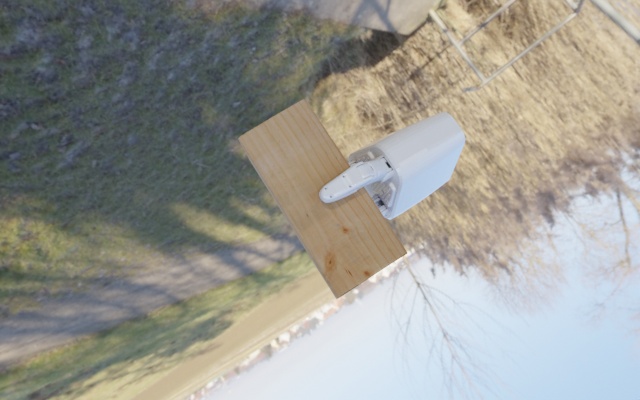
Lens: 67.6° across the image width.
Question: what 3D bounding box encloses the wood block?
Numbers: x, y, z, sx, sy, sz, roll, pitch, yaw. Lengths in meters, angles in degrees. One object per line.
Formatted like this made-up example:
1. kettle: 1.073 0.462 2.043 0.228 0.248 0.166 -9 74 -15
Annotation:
1. wood block: 0.000 0.002 0.554 0.090 0.206 0.091 -32 -10 -7
